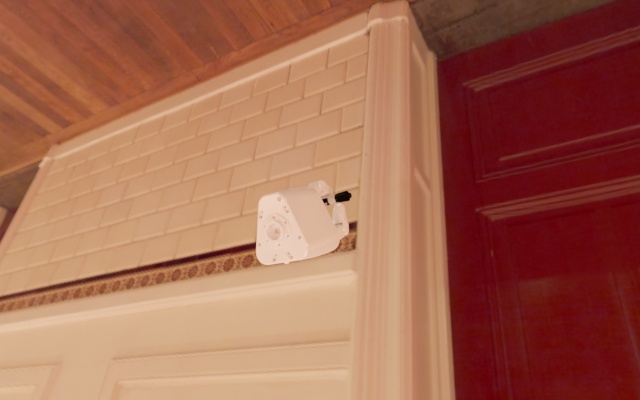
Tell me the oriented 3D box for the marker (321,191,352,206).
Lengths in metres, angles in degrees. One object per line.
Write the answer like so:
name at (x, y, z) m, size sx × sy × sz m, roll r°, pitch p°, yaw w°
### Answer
marker at (0.000, 0.003, 0.857) m, size 0.121 × 0.020 × 0.020 m, roll -13°, pitch -6°, yaw 27°
